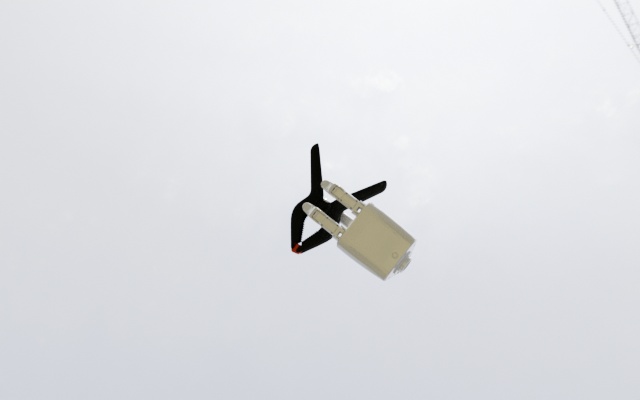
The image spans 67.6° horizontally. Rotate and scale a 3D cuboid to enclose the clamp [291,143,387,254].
[{"bbox_3d":[0.000,0.004,0.898,0.164,0.210,0.036,38,-3,18],"label":"clamp"}]
